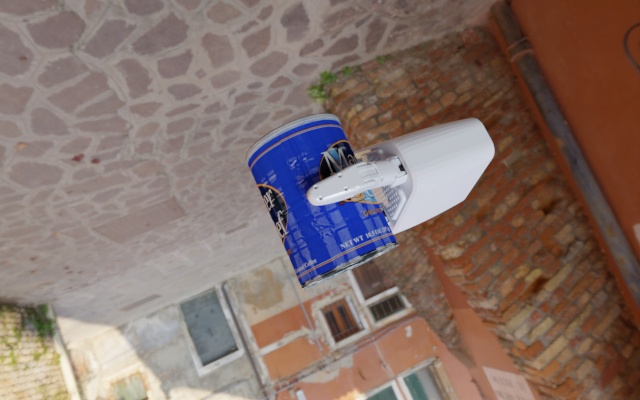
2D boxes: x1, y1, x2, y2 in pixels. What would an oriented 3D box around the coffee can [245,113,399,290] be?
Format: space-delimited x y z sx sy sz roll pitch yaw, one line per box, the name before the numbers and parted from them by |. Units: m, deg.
coffee can | 0.000 0.001 0.468 0.103 0.140 0.103 -24 -11 -5
